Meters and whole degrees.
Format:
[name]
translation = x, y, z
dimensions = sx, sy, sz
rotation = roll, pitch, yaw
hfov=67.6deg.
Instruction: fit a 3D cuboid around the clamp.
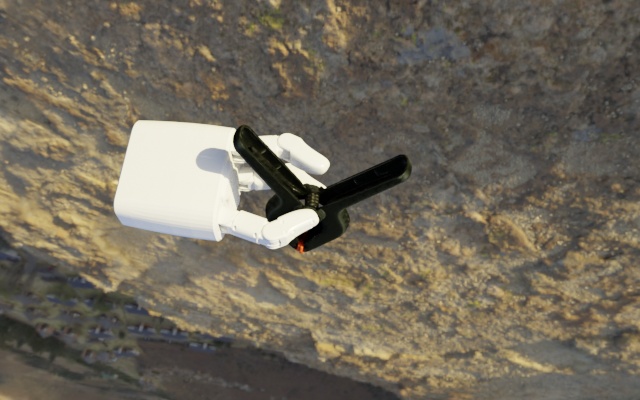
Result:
[clamp]
translation = 0.000, 0.003, 0.506
dimensions = 0.164, 0.036, 0.210
rotation = 8, -31, 3
